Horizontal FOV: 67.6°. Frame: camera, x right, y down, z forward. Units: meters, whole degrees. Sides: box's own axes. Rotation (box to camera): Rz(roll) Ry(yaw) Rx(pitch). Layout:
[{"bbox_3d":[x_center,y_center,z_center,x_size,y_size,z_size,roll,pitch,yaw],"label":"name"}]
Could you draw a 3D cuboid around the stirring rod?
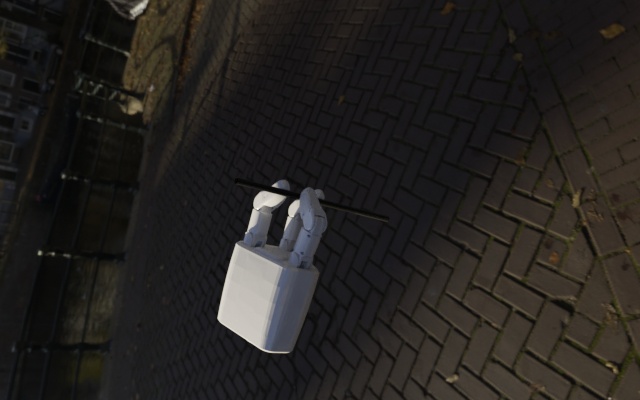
[{"bbox_3d":[0.000,0.002,0.606,0.239,0.011,0.011,14,-9,-36],"label":"stirring rod"}]
